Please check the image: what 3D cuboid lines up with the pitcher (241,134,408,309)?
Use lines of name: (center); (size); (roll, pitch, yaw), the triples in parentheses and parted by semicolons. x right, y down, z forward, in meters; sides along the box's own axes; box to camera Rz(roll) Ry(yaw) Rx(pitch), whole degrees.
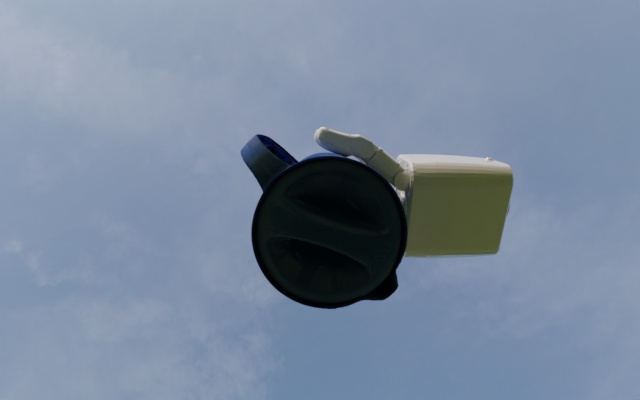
pitcher: (0.000, 0.002, 0.514); (0.145, 0.149, 0.243); (0, 10, -1)
